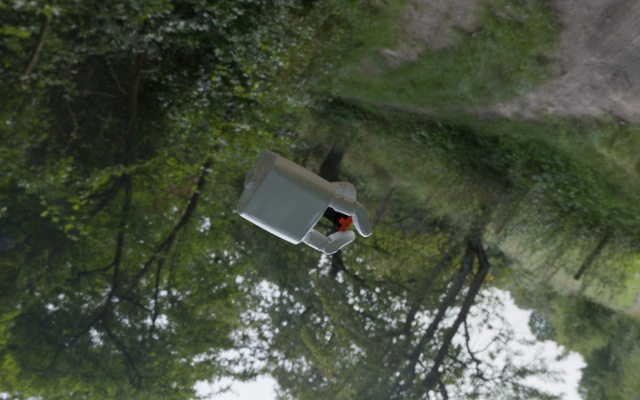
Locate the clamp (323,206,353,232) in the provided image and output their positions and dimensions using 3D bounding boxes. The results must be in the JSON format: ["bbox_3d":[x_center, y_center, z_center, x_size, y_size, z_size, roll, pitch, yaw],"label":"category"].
[{"bbox_3d":[0.000,0.003,0.827,0.120,0.039,0.171,29,3,-24],"label":"clamp"}]
